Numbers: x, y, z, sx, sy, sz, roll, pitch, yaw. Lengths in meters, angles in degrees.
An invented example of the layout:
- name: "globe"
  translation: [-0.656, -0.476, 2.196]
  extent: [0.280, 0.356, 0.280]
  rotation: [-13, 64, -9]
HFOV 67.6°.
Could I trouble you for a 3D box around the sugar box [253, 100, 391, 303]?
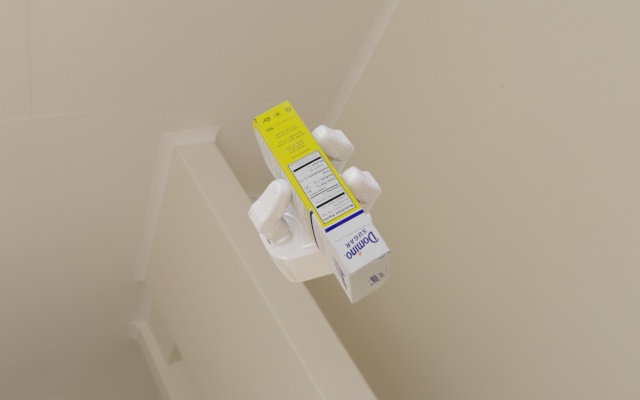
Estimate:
- name: "sugar box"
  translation: [0.000, 0.001, 0.443]
  extent: [0.048, 0.176, 0.093]
  rotation: [-31, -24, -10]
